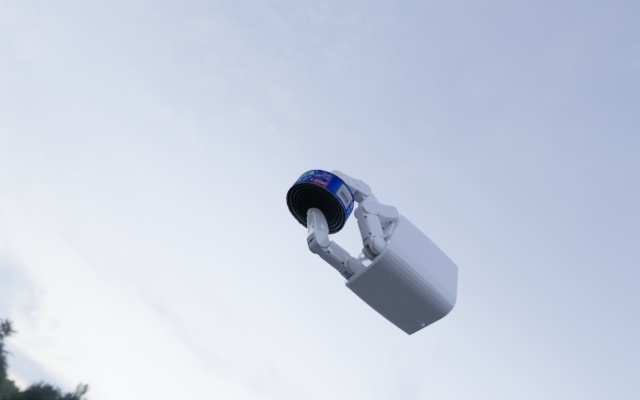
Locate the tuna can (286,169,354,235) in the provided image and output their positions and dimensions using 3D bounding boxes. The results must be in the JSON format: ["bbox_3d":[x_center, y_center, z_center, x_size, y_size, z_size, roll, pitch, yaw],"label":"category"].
[{"bbox_3d":[0.000,0.002,0.624,0.086,0.086,0.033,0,38,33],"label":"tuna can"}]
